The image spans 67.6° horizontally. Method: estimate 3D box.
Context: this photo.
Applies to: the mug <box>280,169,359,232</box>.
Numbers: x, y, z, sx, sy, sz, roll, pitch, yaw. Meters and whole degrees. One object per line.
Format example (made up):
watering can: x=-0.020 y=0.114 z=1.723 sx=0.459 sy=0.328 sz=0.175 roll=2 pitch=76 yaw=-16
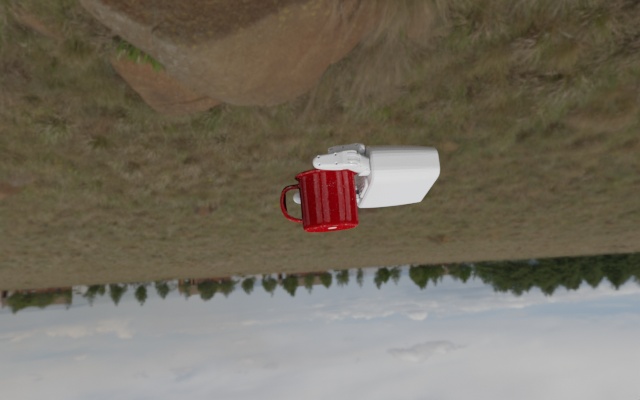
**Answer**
mug: x=-0.001 y=0.003 z=0.693 sx=0.117 sy=0.081 sz=0.093 roll=-4 pitch=-9 yaw=-11
